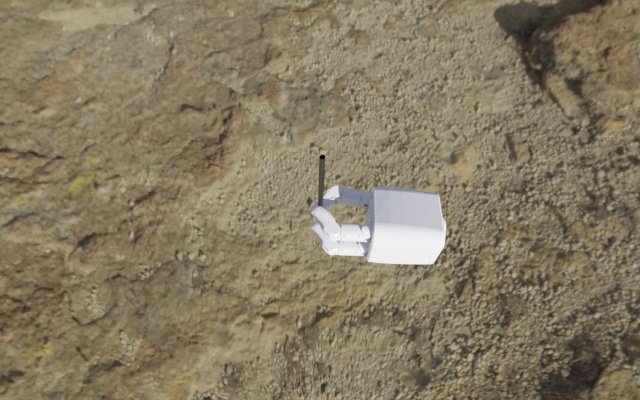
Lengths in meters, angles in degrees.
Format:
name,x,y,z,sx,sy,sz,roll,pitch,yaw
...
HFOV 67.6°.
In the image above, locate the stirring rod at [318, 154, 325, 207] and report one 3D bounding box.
name,x,y,z,sx,sy,sz,roll,pitch,yaw
stirring rod,0.000,0.002,0.710,0.011,0.011,0.240,0,-29,-1
